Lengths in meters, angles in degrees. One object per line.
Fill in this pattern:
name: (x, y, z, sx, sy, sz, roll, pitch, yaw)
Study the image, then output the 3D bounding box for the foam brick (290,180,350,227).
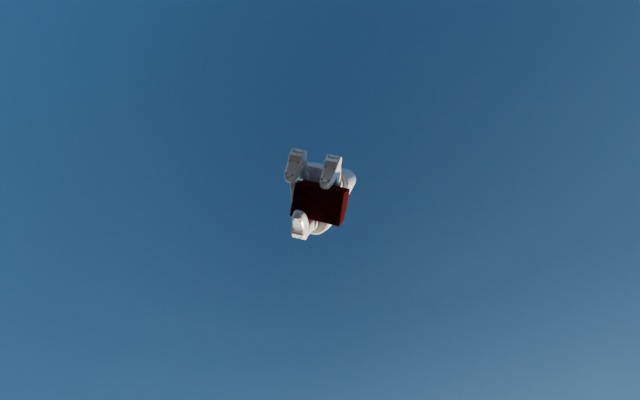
foam brick: (0.000, 0.003, 0.723, 0.078, 0.053, 0.051, 13, 10, 12)
